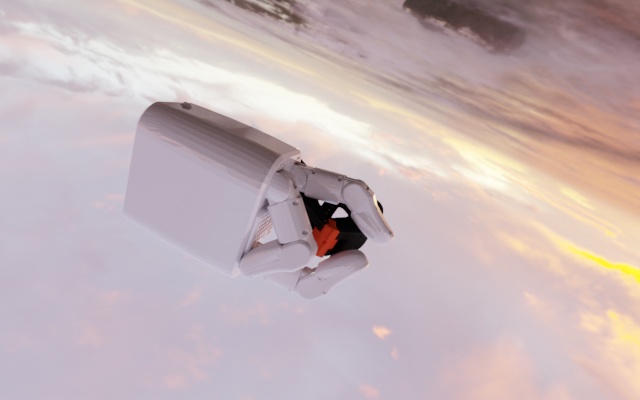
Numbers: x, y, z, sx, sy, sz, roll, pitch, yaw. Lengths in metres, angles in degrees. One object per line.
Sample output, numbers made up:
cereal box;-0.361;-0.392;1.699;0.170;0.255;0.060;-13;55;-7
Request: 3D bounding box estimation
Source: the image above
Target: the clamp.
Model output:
clamp;0.000;0.002;0.446;0.120;0.039;0.171;26;14;5
